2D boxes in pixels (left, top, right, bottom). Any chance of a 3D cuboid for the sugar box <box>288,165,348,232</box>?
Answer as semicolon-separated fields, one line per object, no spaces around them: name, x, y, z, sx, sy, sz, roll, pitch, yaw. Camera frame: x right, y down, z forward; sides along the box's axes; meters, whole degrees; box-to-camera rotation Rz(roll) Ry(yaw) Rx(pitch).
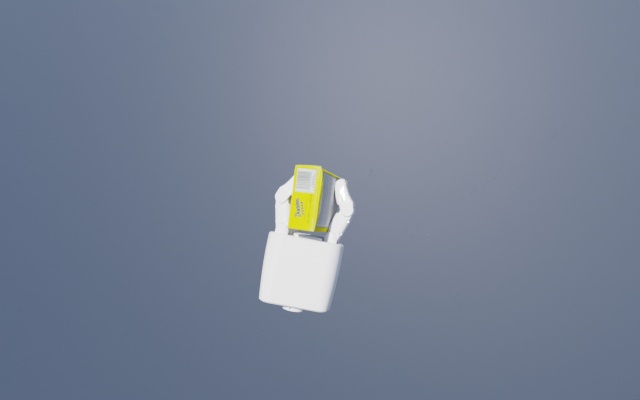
sugar box;0.000;0.003;0.746;0.048;0.093;0.176;7;-3;13
